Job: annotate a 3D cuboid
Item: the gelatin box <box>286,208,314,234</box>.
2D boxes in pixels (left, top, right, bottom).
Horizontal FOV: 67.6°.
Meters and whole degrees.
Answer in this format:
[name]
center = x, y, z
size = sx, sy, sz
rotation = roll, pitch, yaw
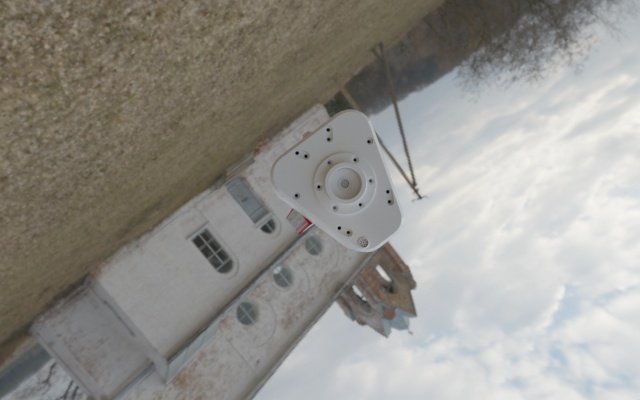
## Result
[gelatin box]
center = 0.000, 0.002, 0.553
size = 0.073, 0.030, 0.089
rotation = -38, -3, -15
